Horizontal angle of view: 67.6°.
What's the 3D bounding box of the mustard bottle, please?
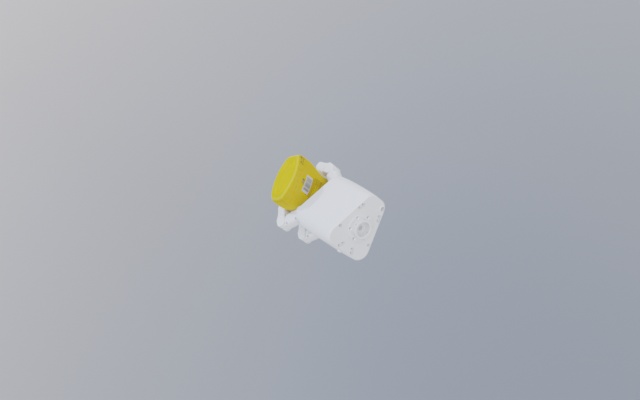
[{"bbox_3d":[0.000,0.003,0.893,0.058,0.096,0.192,-7,-34,47],"label":"mustard bottle"}]
